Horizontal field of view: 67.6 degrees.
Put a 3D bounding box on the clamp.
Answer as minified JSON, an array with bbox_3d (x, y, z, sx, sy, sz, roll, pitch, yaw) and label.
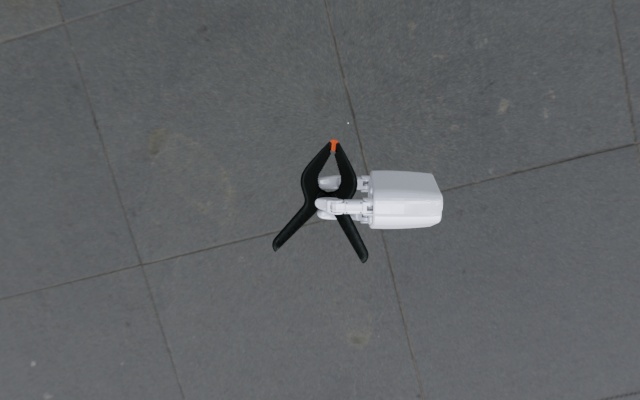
[{"bbox_3d":[0.000,0.002,0.802,0.164,0.210,0.036,1,9,1],"label":"clamp"}]
